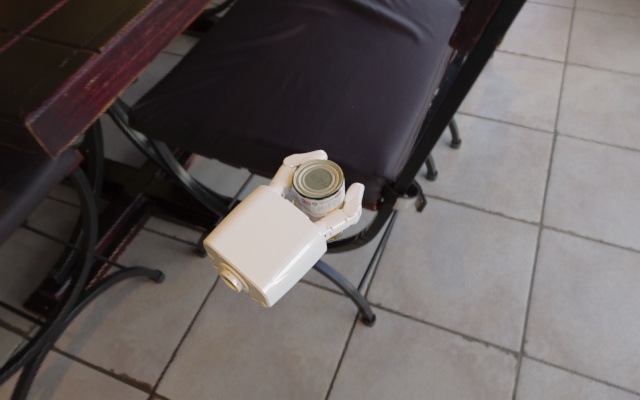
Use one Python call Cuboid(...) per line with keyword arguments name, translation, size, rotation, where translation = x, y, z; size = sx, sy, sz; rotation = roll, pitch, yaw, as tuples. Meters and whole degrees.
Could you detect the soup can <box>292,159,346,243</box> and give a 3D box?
Cuboid(name="soup can", translation=(0.000, 0.002, 0.642), size=(0.068, 0.068, 0.102), rotation=(0, -38, 5))
